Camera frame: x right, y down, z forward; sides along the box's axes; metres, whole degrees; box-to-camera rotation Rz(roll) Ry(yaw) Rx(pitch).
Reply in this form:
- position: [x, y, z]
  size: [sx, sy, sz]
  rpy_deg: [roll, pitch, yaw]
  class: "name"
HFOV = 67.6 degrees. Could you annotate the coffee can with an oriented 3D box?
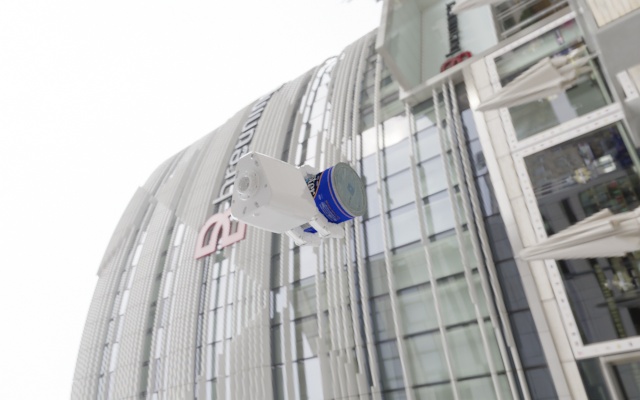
- position: [0.000, 0.003, 0.878]
  size: [0.140, 0.102, 0.103]
  rpy_deg: [-24, -13, 31]
  class: "coffee can"
